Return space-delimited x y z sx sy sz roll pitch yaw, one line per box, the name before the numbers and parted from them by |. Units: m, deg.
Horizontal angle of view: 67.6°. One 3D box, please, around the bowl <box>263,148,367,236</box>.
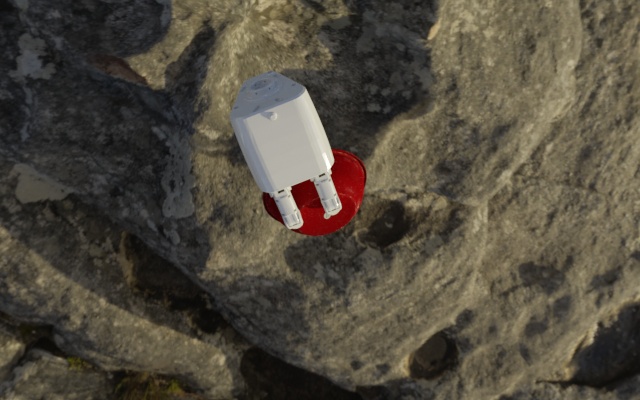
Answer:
bowl | 0.001 0.003 0.698 0.162 0.055 0.162 -13 -40 -11
